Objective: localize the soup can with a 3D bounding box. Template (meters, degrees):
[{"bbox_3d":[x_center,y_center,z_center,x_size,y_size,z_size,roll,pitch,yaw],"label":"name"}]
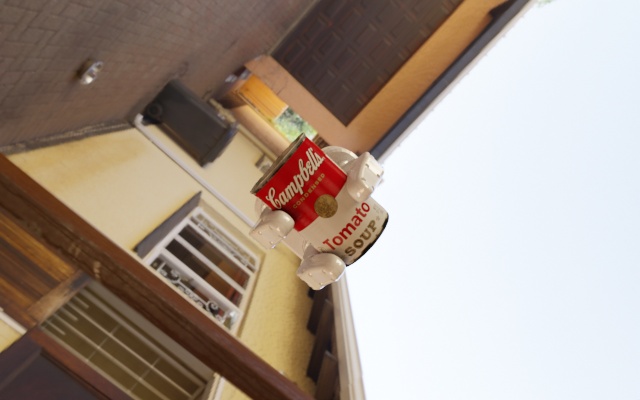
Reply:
[{"bbox_3d":[0.000,0.002,0.408,0.102,0.068,0.068,42,-9,-10],"label":"soup can"}]
